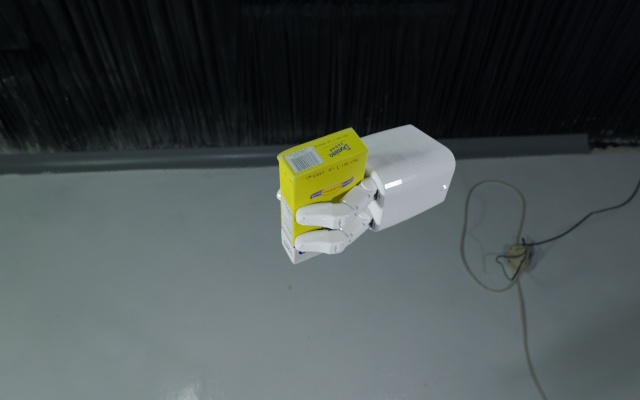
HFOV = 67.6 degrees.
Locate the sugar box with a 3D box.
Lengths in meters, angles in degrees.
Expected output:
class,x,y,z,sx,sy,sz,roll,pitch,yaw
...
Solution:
class,x,y,z,sx,sy,sz,roll,pitch,yaw
sugar box,0.000,0.002,0.573,0.093,0.048,0.176,-21,-36,-17
